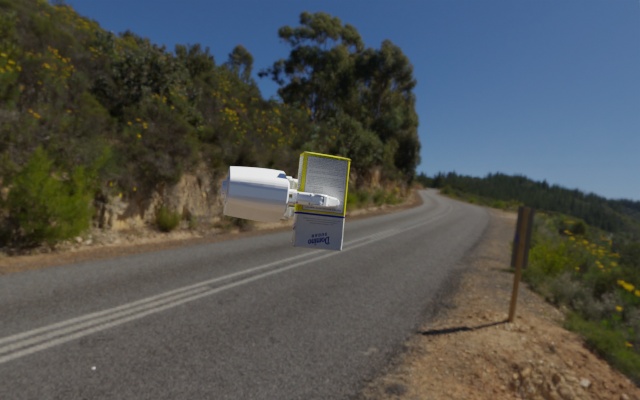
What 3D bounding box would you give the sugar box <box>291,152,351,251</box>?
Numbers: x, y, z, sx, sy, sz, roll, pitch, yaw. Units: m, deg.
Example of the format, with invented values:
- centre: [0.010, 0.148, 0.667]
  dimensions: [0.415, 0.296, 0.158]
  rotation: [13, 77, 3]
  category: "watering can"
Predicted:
- centre: [0.000, 0.003, 0.899]
  dimensions: [0.093, 0.176, 0.048]
  rotation: [7, -1, -13]
  category: "sugar box"
